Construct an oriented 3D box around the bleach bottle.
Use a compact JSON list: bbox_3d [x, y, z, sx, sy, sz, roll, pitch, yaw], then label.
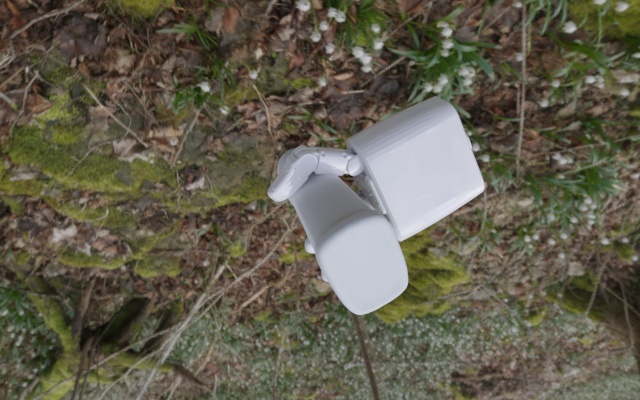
[{"bbox_3d":[0.000,0.002,0.499,0.068,0.103,0.250,-29,34,-4],"label":"bleach bottle"}]
